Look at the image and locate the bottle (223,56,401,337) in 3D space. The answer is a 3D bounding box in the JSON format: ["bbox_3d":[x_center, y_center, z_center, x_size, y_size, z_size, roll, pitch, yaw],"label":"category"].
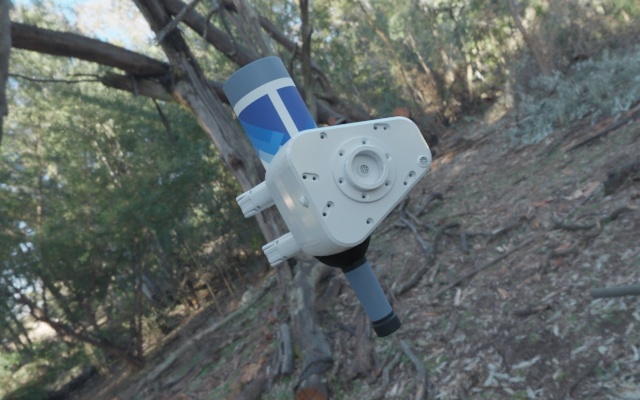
[{"bbox_3d":[0.000,0.001,0.483,0.069,0.295,0.069,-28,-1,0],"label":"bottle"}]
